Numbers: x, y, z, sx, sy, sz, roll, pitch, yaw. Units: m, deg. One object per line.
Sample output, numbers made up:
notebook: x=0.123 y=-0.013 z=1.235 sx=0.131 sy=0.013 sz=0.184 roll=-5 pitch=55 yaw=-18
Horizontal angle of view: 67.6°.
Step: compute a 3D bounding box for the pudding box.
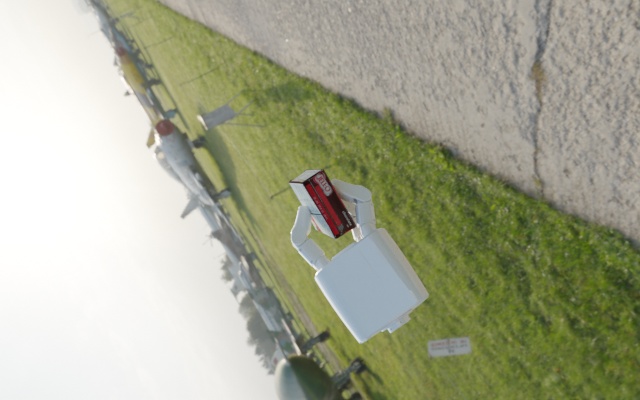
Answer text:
pudding box: x=0.000 y=0.002 z=0.668 sx=0.039 sy=0.090 sz=0.113 roll=-32 pitch=10 yaw=-11
